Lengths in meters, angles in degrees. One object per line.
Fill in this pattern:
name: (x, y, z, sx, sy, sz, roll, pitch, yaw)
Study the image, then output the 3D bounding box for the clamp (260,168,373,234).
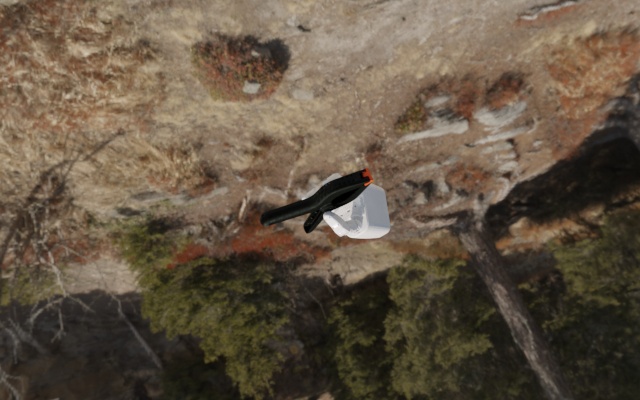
clamp: (0.001, 0.003, 0.880, 0.210, 0.036, 0.164, -34, -23, 28)
